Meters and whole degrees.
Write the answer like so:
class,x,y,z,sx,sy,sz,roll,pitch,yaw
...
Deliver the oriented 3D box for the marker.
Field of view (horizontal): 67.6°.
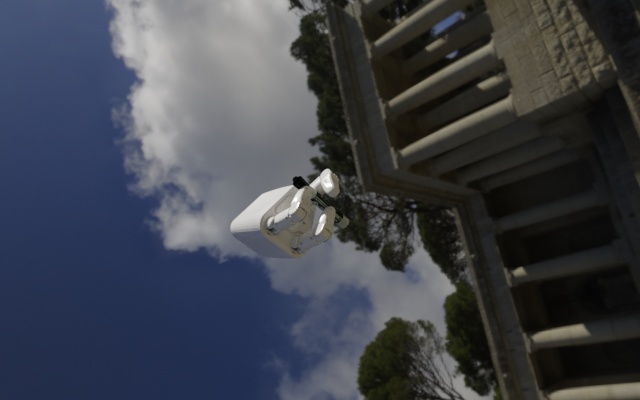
class,x,y,z,sx,sy,sz,roll,pitch,yaw
marker,0.000,0.002,0.751,0.121,0.020,0.020,42,-22,-27
